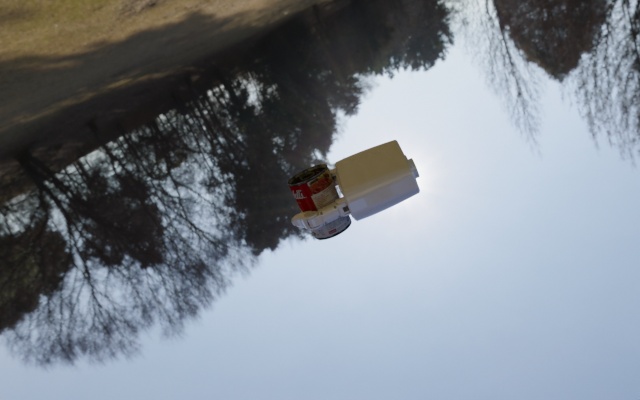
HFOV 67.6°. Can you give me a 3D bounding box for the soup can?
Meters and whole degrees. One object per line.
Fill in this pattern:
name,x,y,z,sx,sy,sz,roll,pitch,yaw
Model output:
soup can,0.000,0.003,0.755,0.068,0.102,0.068,-23,17,8
